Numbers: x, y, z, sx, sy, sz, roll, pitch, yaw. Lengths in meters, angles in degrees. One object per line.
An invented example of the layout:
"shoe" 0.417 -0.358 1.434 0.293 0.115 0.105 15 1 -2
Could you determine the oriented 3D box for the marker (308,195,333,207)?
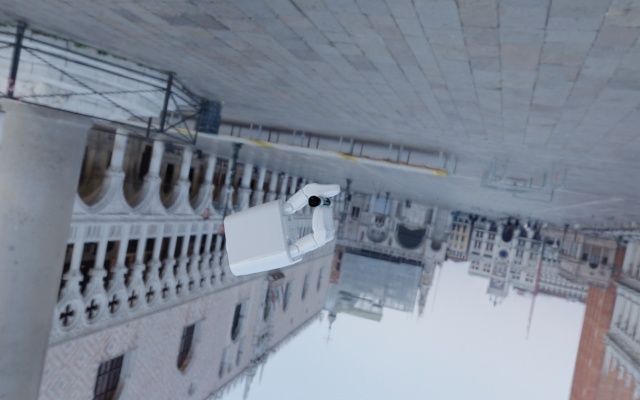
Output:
"marker" 0.000 0.003 0.800 0.020 0.020 0.121 0 -1 12
